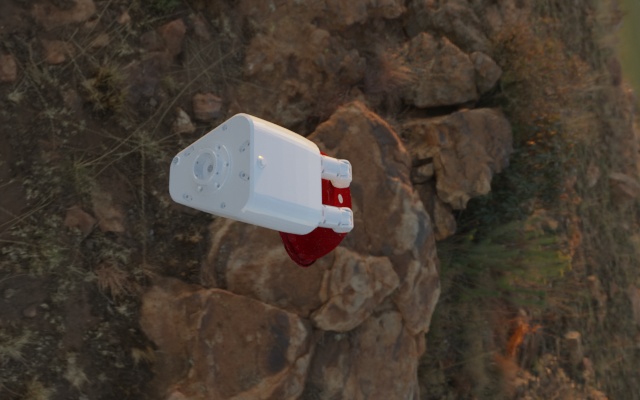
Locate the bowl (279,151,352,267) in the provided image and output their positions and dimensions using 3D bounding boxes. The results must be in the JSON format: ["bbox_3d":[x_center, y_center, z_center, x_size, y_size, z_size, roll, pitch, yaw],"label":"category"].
[{"bbox_3d":[0.001,0.002,0.604,0.055,0.162,0.162,-6,-2,20],"label":"bowl"}]
